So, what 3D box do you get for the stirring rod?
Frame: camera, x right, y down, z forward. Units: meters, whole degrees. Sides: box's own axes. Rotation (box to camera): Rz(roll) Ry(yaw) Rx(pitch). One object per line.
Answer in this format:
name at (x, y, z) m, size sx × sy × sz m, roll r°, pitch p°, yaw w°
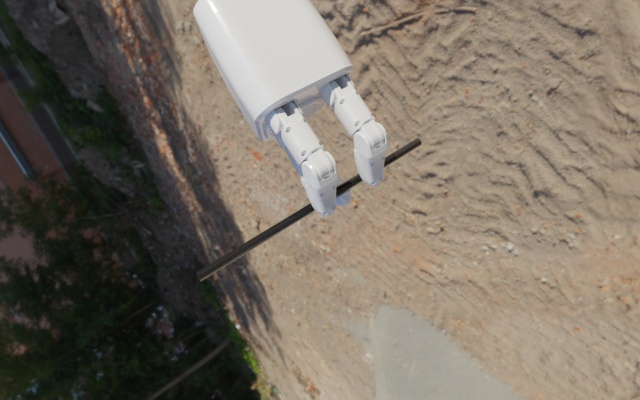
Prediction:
stirring rod at (0.000, 0.001, 0.414) m, size 0.239 × 0.011 × 0.011 m, roll -31°, pitch 13°, yaw -23°
